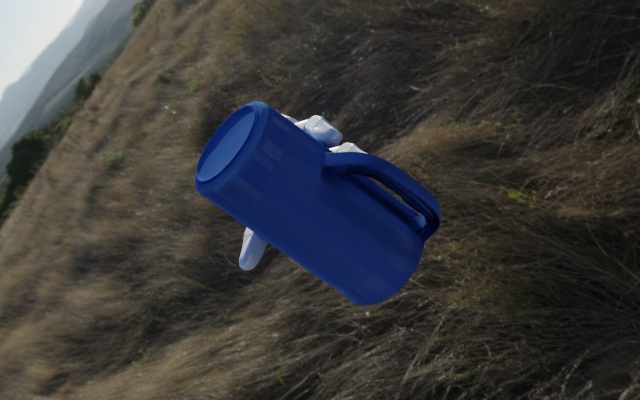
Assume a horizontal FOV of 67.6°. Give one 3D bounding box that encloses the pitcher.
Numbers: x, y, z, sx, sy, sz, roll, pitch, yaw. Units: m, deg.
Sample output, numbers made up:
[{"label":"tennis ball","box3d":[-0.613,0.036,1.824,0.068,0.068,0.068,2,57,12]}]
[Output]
[{"label":"pitcher","box3d":[0.000,0.002,0.510,0.243,0.149,0.145,36,-1,-32]}]
